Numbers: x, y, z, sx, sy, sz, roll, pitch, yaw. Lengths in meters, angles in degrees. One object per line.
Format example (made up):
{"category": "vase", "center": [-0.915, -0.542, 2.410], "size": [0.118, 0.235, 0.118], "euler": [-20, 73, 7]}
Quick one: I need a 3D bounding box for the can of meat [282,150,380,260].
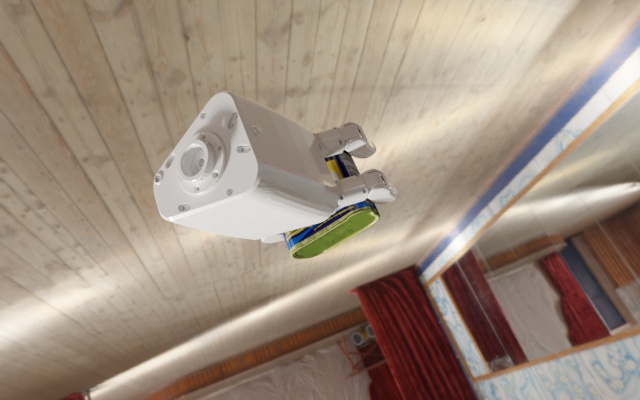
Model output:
{"category": "can of meat", "center": [0.000, 0.002, 0.487], "size": [0.102, 0.084, 0.057], "euler": [-32, -26, 19]}
